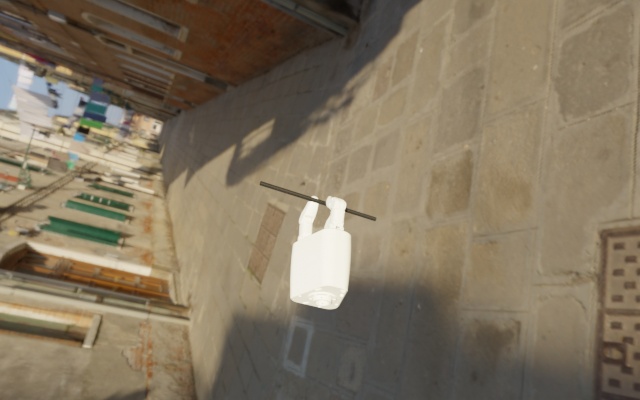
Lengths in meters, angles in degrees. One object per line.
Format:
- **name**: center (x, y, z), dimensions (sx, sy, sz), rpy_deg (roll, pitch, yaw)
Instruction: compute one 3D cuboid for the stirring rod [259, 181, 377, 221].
- **stirring rod**: center (0.000, 0.003, 0.894), dimensions (0.239, 0.011, 0.011), rpy_deg (17, -6, -20)
